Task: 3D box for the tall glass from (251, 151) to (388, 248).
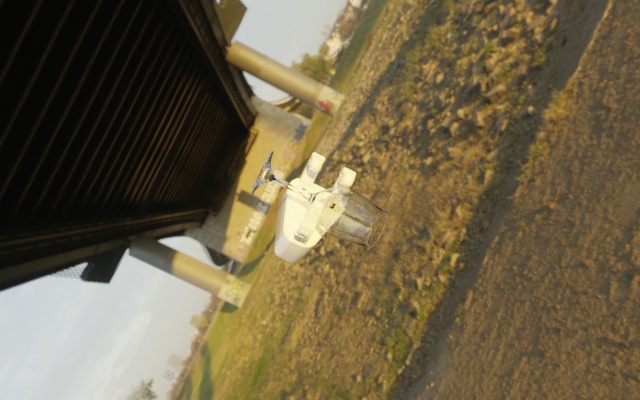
[{"bbox_3d":[0.000,0.002,0.727,0.201,0.079,0.079,26,-2,-4],"label":"tall glass"}]
